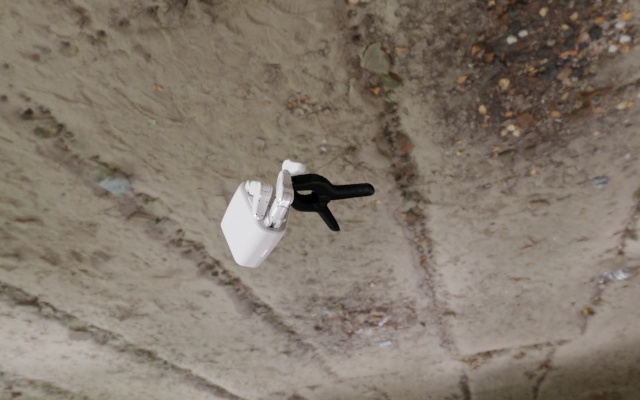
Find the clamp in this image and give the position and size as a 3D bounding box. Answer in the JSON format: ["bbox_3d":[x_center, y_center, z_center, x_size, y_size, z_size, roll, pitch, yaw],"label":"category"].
[{"bbox_3d":[0.000,0.003,0.846,0.171,0.120,0.039,13,33,-26],"label":"clamp"}]
